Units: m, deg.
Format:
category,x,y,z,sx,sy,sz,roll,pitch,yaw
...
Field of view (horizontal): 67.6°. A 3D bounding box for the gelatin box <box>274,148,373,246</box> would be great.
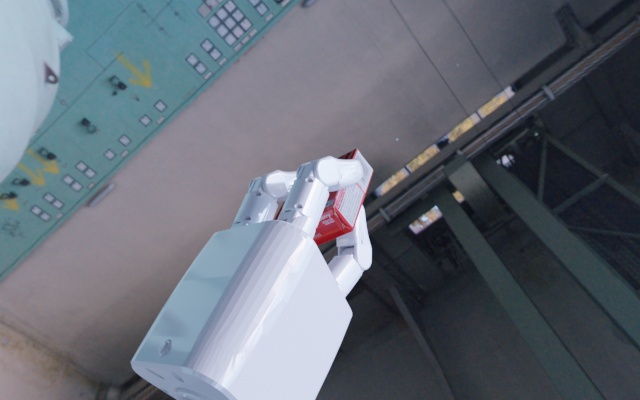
category,x,y,z,sx,sy,sz,roll,pitch,yaw
gelatin box,0.000,0.001,0.406,0.073,0.030,0.089,-24,26,33
